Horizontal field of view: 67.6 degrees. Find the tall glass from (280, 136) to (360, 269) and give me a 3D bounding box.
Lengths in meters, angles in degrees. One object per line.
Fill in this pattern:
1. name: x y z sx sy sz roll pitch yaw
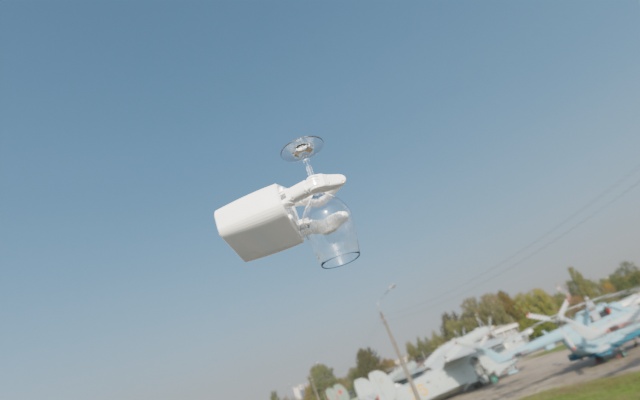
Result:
1. tall glass: 0.000 0.002 0.745 0.079 0.201 0.079 -17 -22 -7
